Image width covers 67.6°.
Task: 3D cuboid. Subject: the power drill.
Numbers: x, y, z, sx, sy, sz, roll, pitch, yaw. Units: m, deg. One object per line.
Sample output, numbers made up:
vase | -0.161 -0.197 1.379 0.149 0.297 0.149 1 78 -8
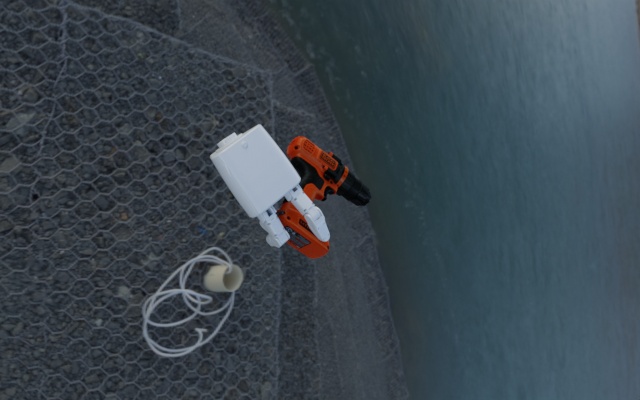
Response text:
power drill | 0.000 0.003 0.820 0.184 0.187 0.057 35 -40 -19
